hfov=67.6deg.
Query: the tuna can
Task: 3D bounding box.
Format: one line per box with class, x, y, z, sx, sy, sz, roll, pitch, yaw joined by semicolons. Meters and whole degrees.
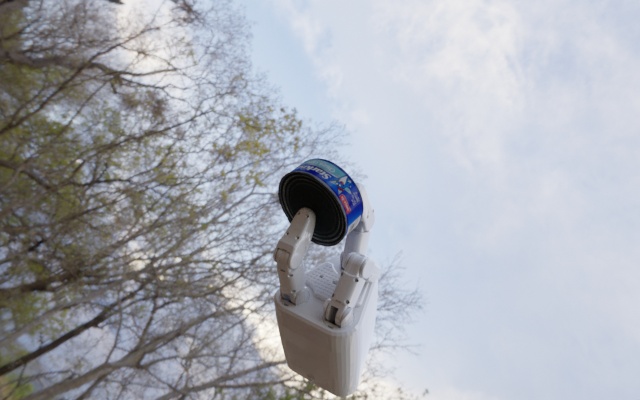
tuna can;0.000;0.001;0.478;0.086;0.086;0.033;0;30;45
